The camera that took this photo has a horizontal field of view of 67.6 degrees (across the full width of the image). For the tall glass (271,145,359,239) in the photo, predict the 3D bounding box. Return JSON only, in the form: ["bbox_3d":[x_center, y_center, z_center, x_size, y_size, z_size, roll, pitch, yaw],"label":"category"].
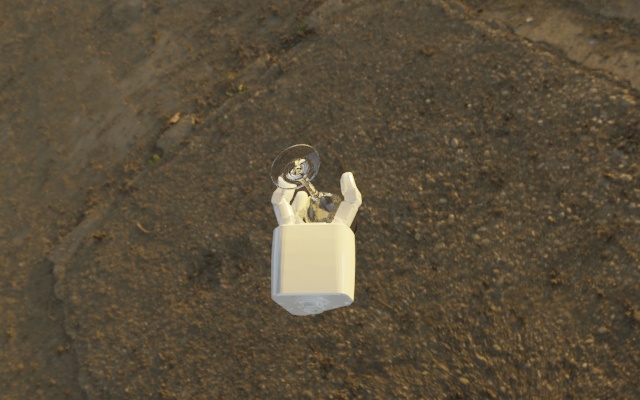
[{"bbox_3d":[0.000,0.002,0.737,0.079,0.079,0.201,0,-29,24],"label":"tall glass"}]
